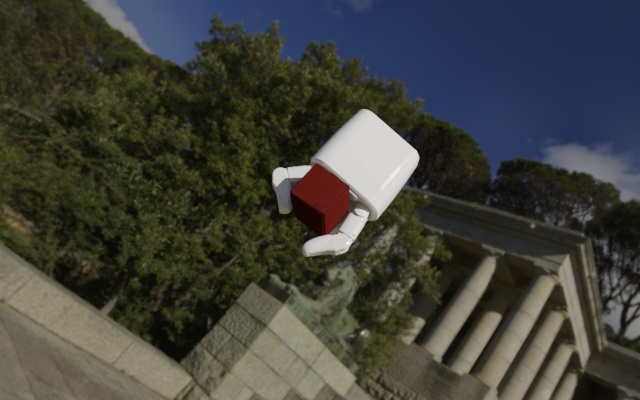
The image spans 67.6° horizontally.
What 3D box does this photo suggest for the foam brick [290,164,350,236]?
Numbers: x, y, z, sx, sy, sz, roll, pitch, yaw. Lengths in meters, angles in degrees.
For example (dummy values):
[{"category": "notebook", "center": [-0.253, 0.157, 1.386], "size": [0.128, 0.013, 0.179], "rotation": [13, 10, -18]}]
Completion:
[{"category": "foam brick", "center": [0.000, 0.002, 0.592], "size": [0.053, 0.051, 0.078], "rotation": [36, -19, 17]}]
